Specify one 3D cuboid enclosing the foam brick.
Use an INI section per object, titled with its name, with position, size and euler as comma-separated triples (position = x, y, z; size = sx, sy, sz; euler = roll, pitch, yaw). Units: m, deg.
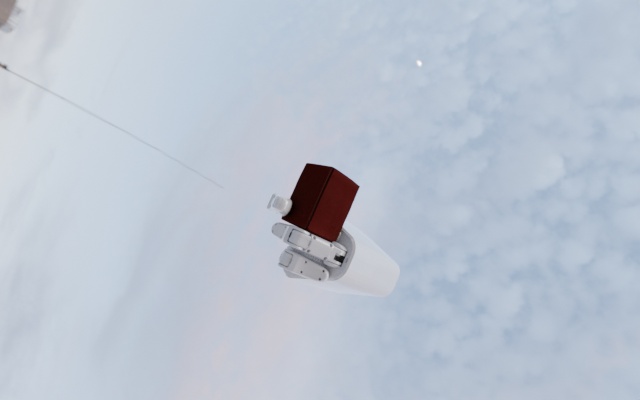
[foam brick]
position = 0.000, 0.002, 0.568
size = 0.051, 0.078, 0.053
euler = 29, -7, -39
